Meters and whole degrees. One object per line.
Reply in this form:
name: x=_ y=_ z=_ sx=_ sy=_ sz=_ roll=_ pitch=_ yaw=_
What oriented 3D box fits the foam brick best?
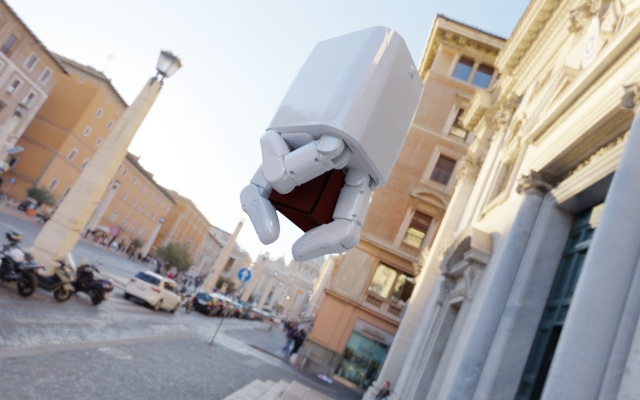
foam brick: x=0.000 y=0.002 z=0.436 sx=0.053 sy=0.051 sz=0.078 roll=15 pitch=-18 yaw=34
